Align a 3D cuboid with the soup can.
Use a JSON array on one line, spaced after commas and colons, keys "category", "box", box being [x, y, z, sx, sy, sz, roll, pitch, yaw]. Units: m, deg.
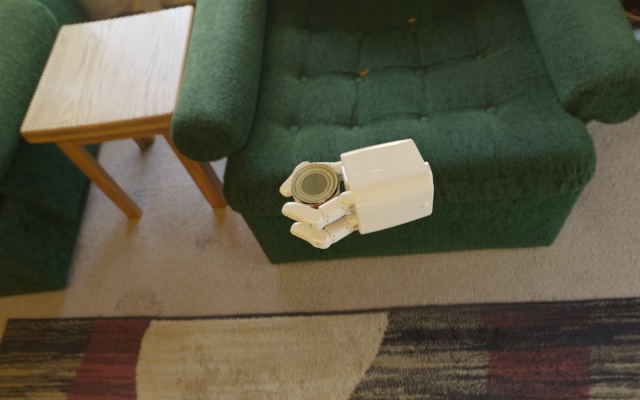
[{"category": "soup can", "box": [0.000, 0.002, 0.685, 0.068, 0.068, 0.102, 0, -31, 11]}]
